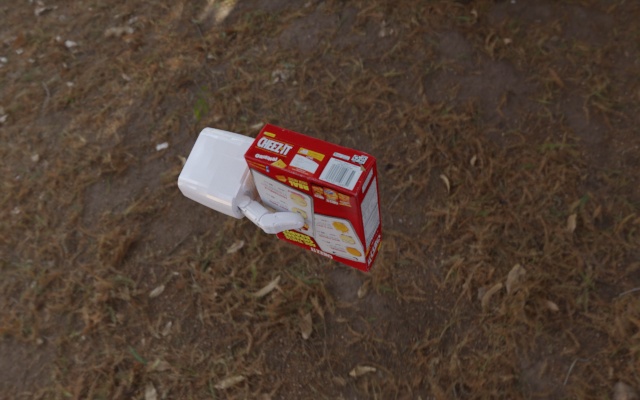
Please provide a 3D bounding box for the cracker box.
[{"bbox_3d":[0.000,0.002,0.680,0.164,0.072,0.214,19,-28,21],"label":"cracker box"}]
